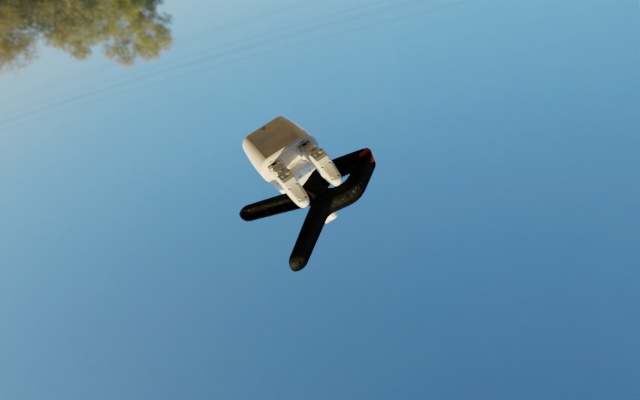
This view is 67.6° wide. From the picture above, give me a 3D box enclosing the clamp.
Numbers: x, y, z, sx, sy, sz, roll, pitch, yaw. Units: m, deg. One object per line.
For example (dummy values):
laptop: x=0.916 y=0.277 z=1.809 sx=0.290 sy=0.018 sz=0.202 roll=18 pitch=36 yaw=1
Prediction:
clamp: x=0.001 y=0.002 z=0.671 sx=0.210 sy=0.036 sz=0.164 roll=-34 pitch=41 yaw=-8
